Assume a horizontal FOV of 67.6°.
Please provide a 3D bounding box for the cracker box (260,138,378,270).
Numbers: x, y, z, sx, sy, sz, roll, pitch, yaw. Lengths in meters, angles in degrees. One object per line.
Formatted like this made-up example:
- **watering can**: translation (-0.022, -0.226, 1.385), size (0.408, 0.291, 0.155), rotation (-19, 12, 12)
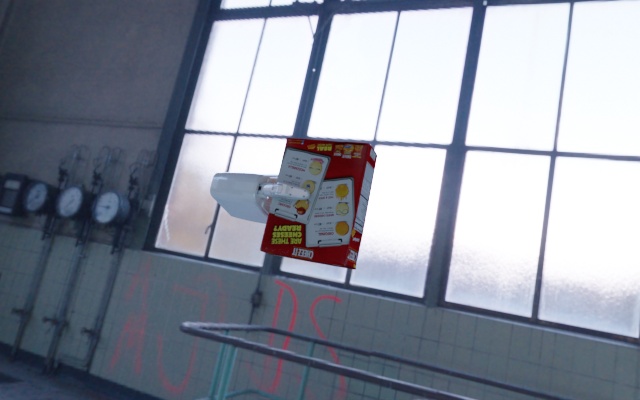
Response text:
- **cracker box**: translation (0.000, 0.003, 0.846), size (0.164, 0.213, 0.072), rotation (7, -11, 25)
